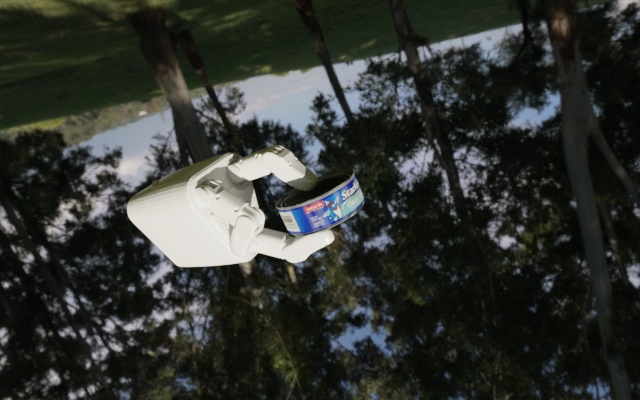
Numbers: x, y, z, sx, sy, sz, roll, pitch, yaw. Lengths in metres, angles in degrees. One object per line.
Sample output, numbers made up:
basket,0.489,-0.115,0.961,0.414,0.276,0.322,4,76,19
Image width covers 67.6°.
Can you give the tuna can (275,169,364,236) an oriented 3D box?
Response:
tuna can,0.000,0.002,0.481,0.086,0.034,0.086,-23,14,6
